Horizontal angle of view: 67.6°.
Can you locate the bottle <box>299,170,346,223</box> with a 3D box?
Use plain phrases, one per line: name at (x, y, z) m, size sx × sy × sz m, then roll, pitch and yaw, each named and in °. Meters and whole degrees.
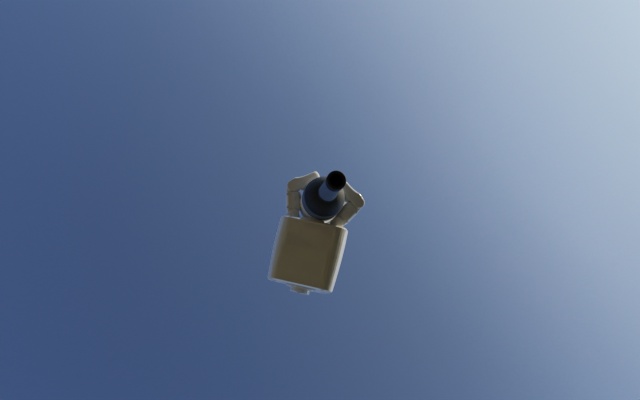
bottle at (0.000, 0.003, 0.790) m, size 0.069 × 0.069 × 0.296 m, roll 0°, pitch -12°, yaw -9°
